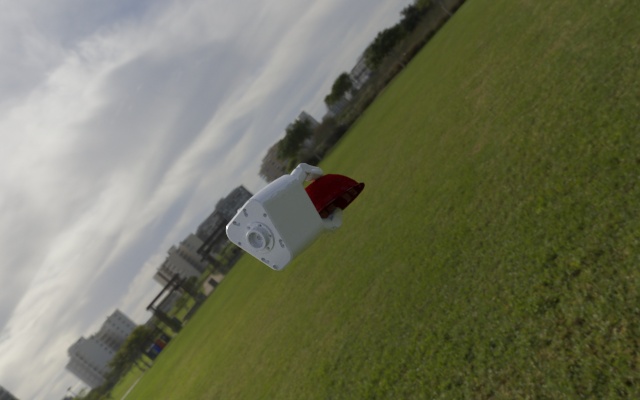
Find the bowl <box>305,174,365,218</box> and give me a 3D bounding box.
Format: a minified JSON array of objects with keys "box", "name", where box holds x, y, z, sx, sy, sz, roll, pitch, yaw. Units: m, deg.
[{"box":[0.000,0.002,0.846,0.162,0.055,0.162,-37,-11,-9],"name":"bowl"}]
